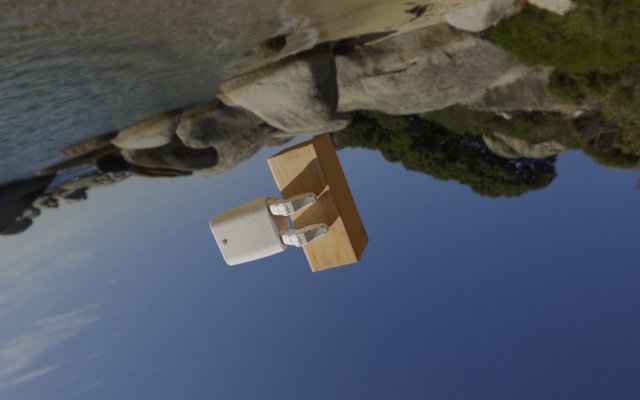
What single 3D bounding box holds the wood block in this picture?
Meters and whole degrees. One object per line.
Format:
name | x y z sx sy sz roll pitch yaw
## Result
wood block | 0.000 0.003 0.812 0.090 0.206 0.090 -17 13 21
